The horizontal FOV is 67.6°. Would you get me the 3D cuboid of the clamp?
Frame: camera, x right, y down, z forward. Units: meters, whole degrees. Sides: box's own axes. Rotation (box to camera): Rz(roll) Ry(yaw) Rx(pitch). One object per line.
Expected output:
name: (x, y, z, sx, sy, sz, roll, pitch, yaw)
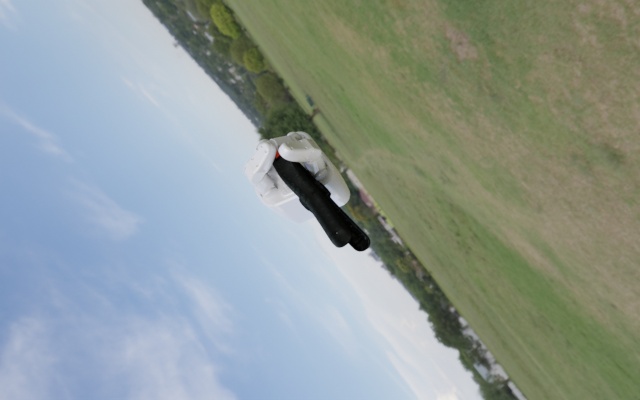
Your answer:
clamp: (-0.001, 0.002, 0.607, 0.039, 0.171, 0.120, -39, -26, 3)
